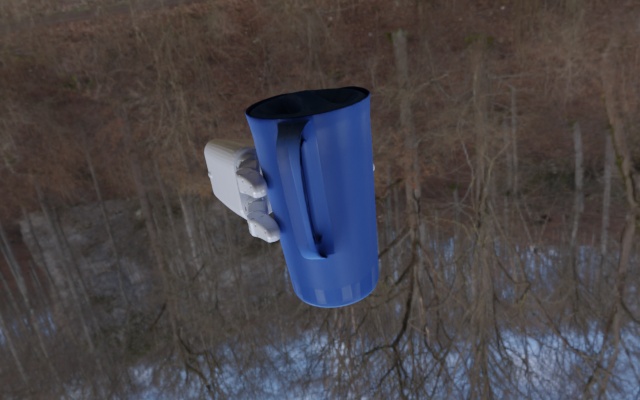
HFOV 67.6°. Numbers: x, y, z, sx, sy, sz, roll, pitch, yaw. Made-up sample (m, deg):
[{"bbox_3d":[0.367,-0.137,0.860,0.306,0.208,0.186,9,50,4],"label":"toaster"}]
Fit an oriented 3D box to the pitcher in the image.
[{"bbox_3d":[0.000,0.002,0.542,0.149,0.243,0.145,-23,27,-29],"label":"pitcher"}]
